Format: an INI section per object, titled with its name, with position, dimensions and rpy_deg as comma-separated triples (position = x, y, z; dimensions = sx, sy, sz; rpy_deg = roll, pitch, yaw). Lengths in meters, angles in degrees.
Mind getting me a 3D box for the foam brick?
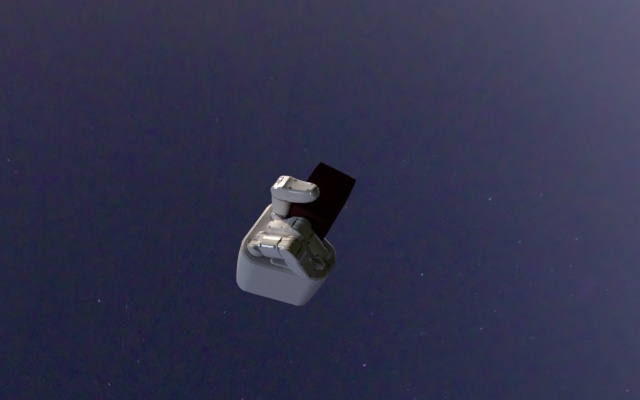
[foam brick]
position = 0.000, 0.002, 0.594
dimensions = 0.053, 0.078, 0.051
rpy_deg = 29, -34, 6
